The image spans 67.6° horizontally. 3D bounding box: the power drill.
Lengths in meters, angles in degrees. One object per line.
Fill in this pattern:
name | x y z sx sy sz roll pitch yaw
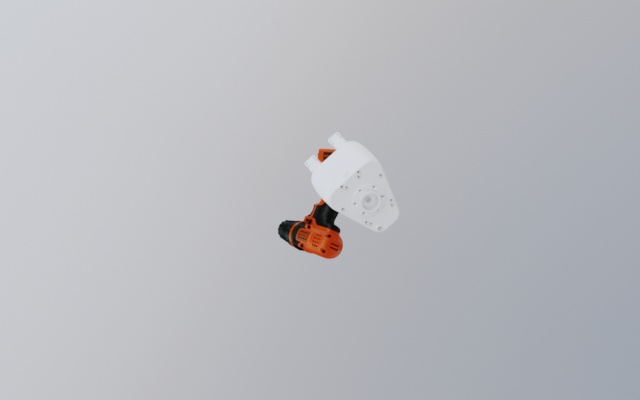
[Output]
power drill | 0.000 0.002 0.852 0.057 0.187 0.184 22 -5 -33
